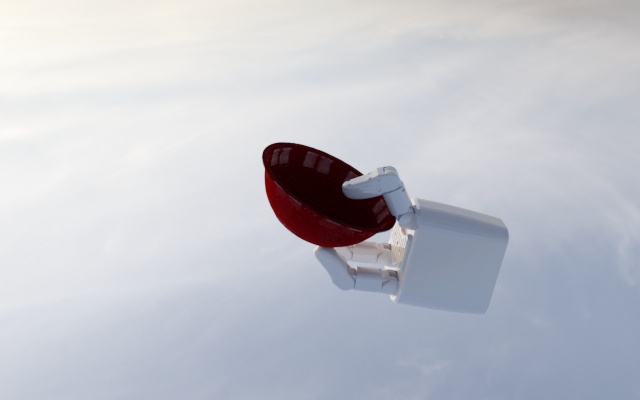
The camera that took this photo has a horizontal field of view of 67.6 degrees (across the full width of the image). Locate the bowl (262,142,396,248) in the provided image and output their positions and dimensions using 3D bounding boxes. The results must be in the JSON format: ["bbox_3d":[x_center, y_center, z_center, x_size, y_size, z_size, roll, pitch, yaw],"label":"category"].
[{"bbox_3d":[-0.001,0.001,0.525,0.162,0.055,0.162,24,26,-12],"label":"bowl"}]
